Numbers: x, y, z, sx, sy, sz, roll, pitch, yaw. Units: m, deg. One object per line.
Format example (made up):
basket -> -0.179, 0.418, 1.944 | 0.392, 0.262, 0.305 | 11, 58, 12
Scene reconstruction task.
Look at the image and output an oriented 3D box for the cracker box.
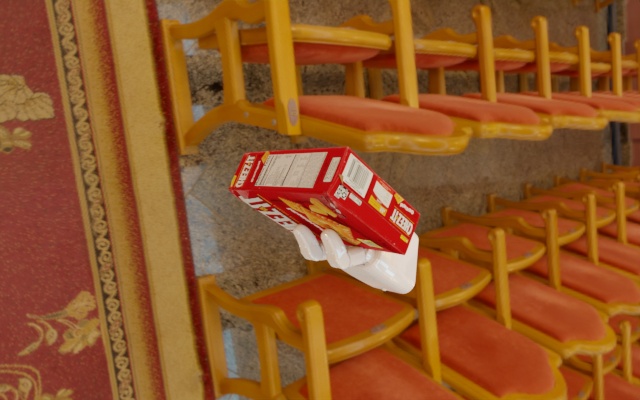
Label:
cracker box -> 0.000, 0.002, 0.653 | 0.213, 0.072, 0.164 | 3, -27, 48
